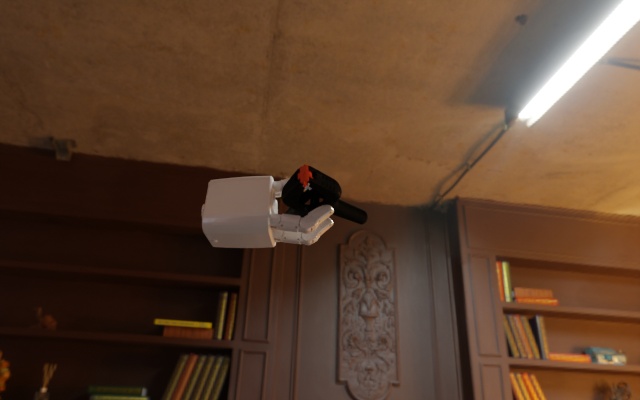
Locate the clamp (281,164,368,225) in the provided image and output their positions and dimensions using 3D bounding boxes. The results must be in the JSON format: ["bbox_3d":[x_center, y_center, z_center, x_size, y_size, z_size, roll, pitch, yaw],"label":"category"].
[{"bbox_3d":[0.000,0.002,0.779,0.164,0.036,0.210,-5,-25,-1],"label":"clamp"}]
